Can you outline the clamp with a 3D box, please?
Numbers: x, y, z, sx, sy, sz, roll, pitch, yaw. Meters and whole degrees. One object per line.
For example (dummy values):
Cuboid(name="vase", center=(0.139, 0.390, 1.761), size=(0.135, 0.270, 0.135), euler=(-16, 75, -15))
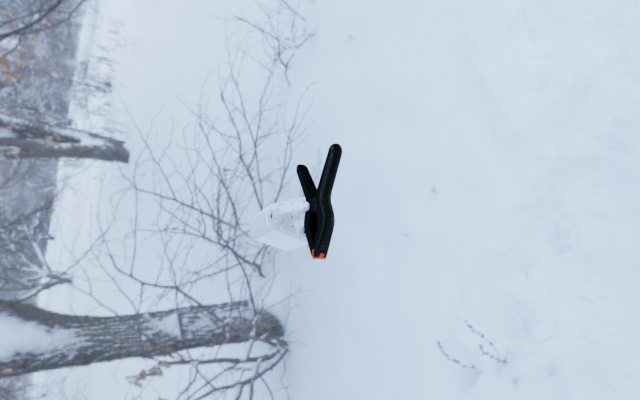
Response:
Cuboid(name="clamp", center=(-0.001, 0.003, 0.898), size=(0.036, 0.210, 0.164), euler=(5, -19, -25))
